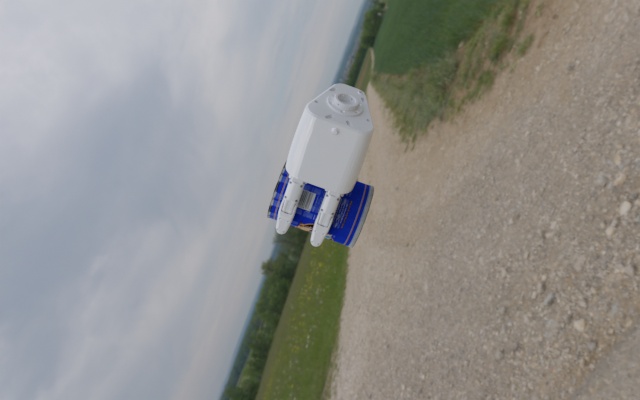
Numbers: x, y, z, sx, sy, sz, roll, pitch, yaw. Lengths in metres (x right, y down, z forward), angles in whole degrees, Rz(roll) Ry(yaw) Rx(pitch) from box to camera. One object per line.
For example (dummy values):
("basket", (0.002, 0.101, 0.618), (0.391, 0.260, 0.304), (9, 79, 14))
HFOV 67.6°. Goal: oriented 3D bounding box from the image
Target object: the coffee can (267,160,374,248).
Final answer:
("coffee can", (0.000, 0.003, 0.745), (0.140, 0.103, 0.103), (20, 0, -1))
